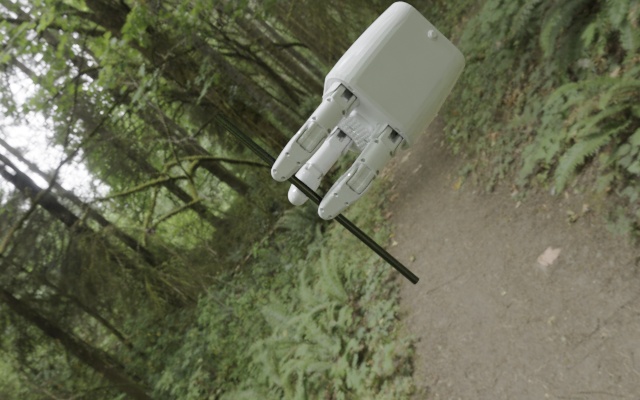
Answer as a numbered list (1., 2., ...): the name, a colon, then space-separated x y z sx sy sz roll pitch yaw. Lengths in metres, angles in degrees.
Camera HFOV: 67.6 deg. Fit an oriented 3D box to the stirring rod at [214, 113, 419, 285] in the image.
1. stirring rod: 0.000 0.001 0.440 0.239 0.011 0.011 40 -7 -8
